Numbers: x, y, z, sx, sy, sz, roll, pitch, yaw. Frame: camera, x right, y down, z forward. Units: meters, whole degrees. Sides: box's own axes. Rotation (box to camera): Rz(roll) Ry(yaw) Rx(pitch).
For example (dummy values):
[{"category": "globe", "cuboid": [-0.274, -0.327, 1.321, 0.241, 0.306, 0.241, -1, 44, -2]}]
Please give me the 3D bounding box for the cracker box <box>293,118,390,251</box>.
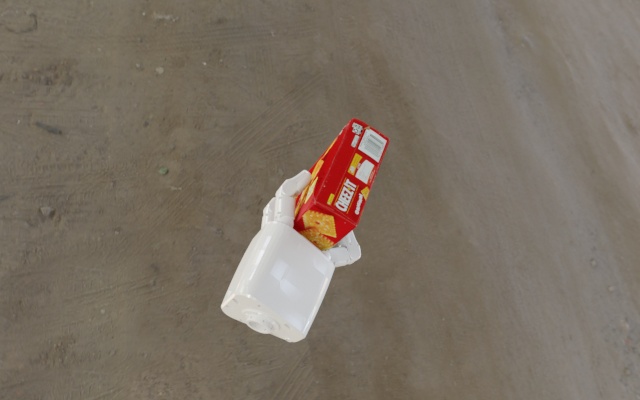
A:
[{"category": "cracker box", "cuboid": [0.000, 0.002, 0.701, 0.072, 0.164, 0.214, 31, -36, -10]}]
